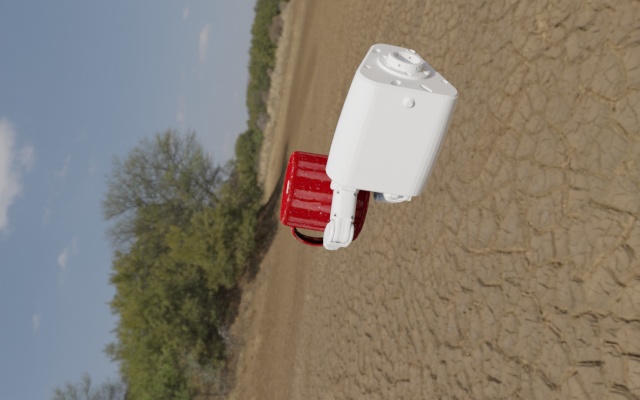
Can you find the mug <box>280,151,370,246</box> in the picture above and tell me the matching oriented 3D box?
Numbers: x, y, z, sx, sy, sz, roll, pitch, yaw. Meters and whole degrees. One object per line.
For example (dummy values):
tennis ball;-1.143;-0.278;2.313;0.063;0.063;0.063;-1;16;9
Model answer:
mug;0.000;0.003;0.524;0.081;0.117;0.093;9;36;-9
